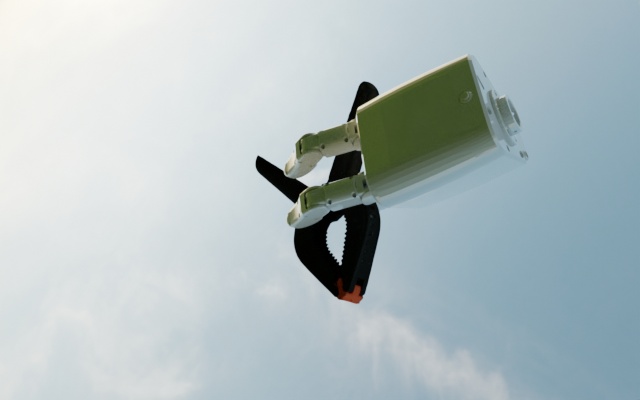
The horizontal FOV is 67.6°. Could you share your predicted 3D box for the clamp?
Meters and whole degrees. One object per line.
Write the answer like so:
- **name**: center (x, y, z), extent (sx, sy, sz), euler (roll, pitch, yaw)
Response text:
- **clamp**: center (0.001, 0.002, 0.472), extent (0.164, 0.210, 0.036), euler (-24, -32, 33)
